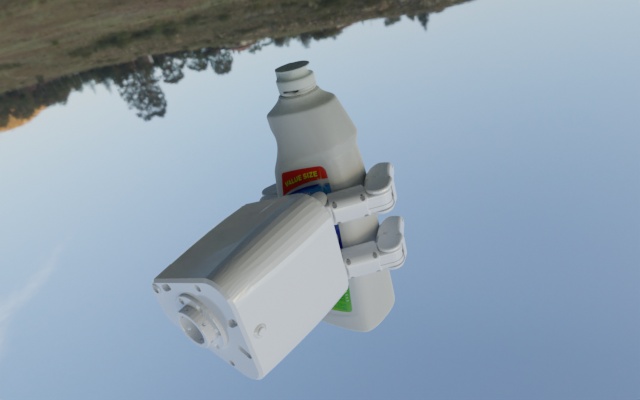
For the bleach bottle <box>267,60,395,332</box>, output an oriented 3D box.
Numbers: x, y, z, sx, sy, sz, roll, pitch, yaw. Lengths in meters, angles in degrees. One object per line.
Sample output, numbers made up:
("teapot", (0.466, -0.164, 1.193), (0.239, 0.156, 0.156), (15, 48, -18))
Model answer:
("bleach bottle", (0.000, 0.001, 0.434), (0.102, 0.251, 0.068), (10, 37, 38))
